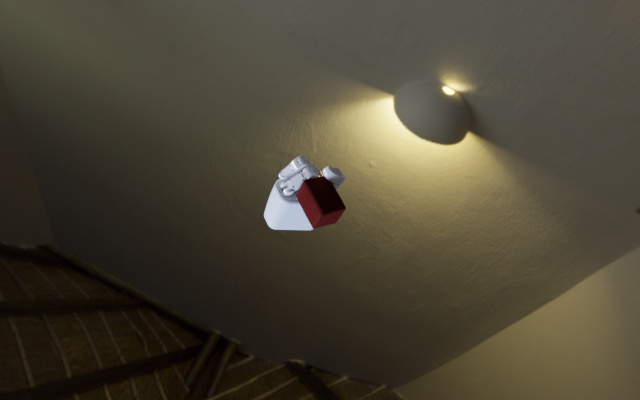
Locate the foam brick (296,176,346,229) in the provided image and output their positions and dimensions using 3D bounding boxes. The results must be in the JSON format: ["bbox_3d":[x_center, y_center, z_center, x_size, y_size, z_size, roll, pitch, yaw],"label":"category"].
[{"bbox_3d":[0.000,0.003,0.862,0.053,0.078,0.051,-13,-28,-31],"label":"foam brick"}]
